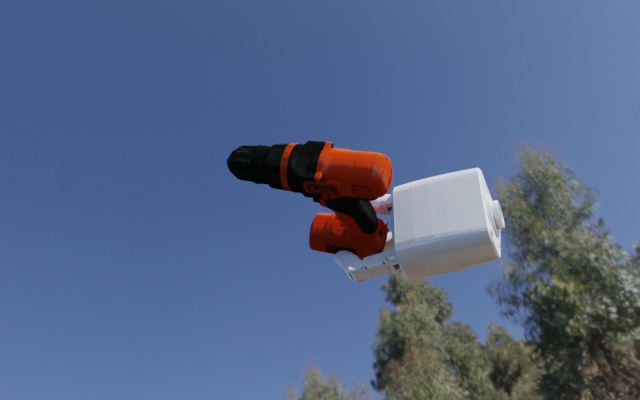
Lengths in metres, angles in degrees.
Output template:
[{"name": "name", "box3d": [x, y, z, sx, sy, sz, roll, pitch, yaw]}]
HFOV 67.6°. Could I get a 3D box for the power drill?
[{"name": "power drill", "box3d": [0.000, 0.002, 0.563, 0.184, 0.057, 0.188, 8, -27, 21]}]
